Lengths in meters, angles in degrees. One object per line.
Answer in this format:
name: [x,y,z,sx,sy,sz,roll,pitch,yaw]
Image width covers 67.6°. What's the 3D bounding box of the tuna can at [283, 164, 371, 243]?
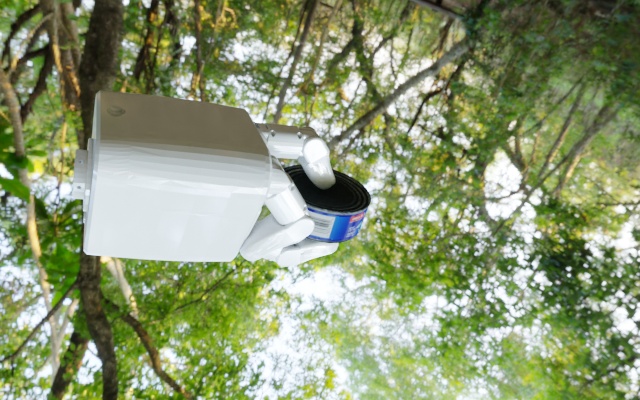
tuna can: [0.000,0.002,0.432,0.086,0.034,0.086,13,27,-7]
